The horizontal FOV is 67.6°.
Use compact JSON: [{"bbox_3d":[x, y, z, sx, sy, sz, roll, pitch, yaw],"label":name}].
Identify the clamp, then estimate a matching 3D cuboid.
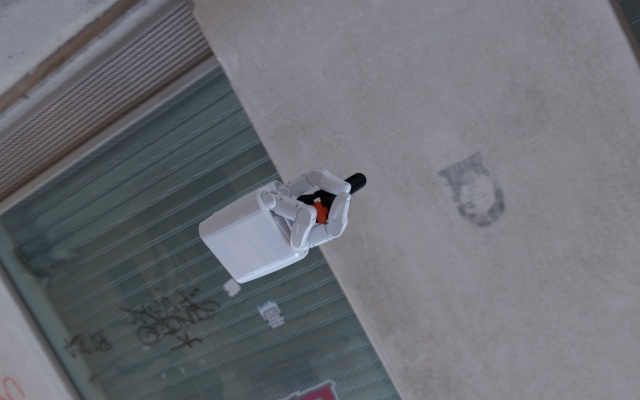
[{"bbox_3d":[0.000,0.003,0.707,0.120,0.039,0.171,-26,4,20],"label":"clamp"}]
